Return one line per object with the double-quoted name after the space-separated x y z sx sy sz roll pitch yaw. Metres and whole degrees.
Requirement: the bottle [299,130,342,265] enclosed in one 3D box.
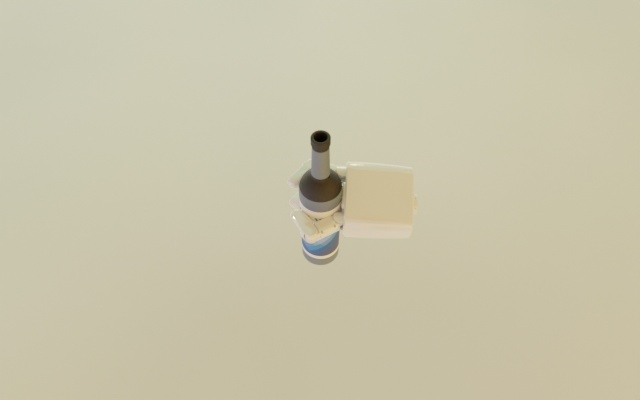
0.000 0.003 0.753 0.069 0.069 0.296 0 -36 0 "bottle"
